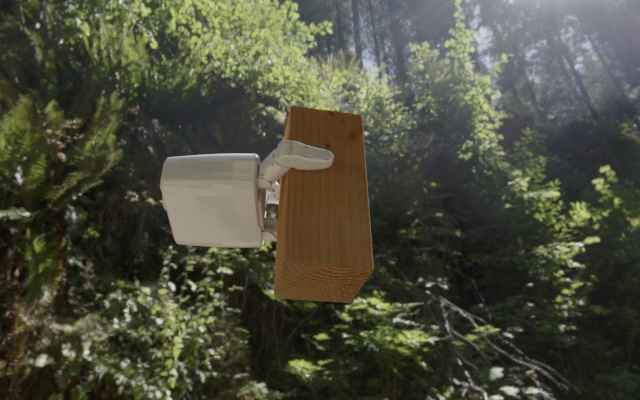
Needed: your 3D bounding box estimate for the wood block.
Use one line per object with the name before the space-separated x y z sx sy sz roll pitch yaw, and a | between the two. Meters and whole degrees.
wood block | 0.000 0.001 0.548 0.090 0.206 0.091 6 -34 -10
